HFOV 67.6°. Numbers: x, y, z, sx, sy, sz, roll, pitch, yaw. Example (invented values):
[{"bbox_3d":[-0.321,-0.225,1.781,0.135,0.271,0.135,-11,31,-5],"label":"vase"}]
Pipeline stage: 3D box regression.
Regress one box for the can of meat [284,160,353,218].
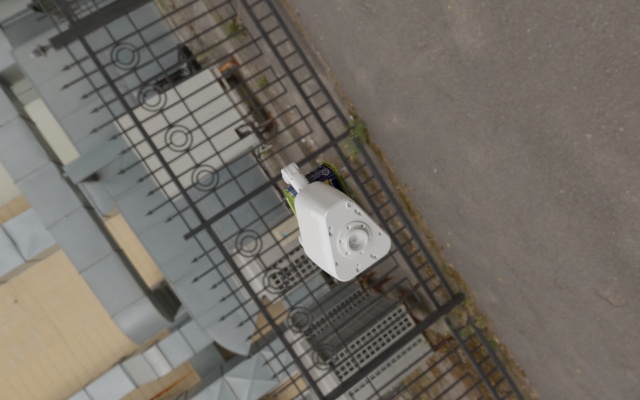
[{"bbox_3d":[0.000,0.003,0.755,0.084,0.102,0.057,-33,27,-12],"label":"can of meat"}]
